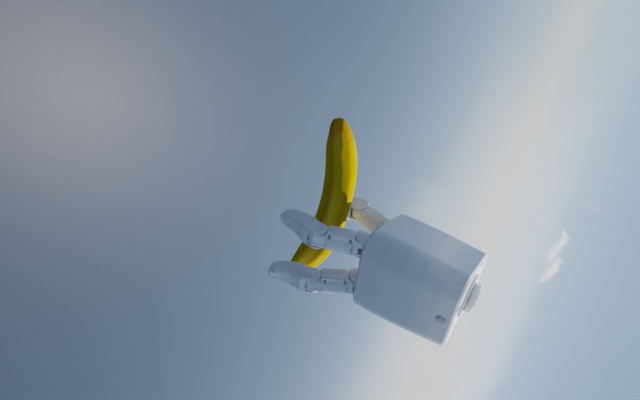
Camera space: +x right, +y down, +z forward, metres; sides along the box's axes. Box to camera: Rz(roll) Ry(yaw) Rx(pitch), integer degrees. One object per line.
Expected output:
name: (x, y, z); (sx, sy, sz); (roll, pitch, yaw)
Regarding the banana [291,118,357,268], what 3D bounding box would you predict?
banana: (0.009, 0.004, 0.547); (0.037, 0.198, 0.069); (27, 17, 28)
